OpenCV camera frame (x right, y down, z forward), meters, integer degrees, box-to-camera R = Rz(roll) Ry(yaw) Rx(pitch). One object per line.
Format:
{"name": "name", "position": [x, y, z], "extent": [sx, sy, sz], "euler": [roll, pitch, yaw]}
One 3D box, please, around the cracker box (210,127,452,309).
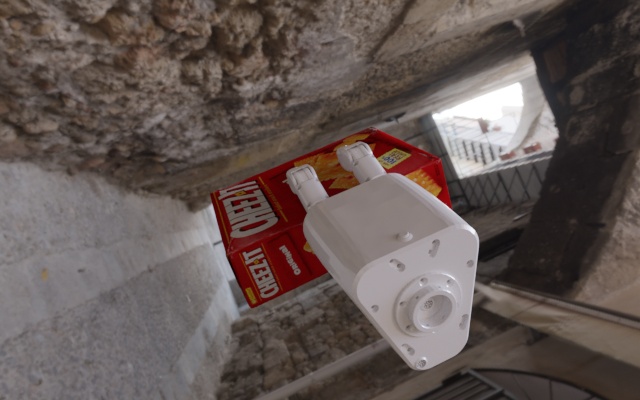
{"name": "cracker box", "position": [0.000, 0.002, 0.502], "extent": [0.213, 0.072, 0.164], "euler": [-23, 25, -9]}
